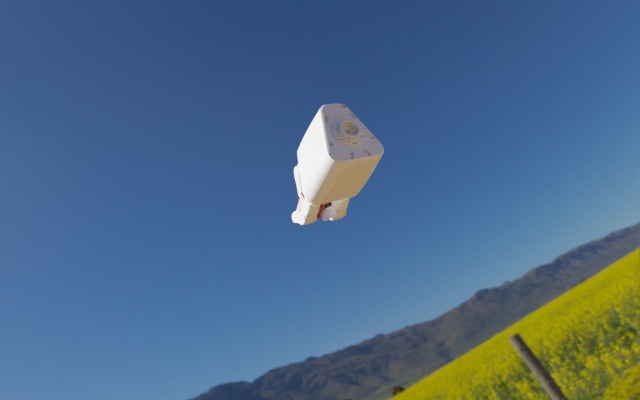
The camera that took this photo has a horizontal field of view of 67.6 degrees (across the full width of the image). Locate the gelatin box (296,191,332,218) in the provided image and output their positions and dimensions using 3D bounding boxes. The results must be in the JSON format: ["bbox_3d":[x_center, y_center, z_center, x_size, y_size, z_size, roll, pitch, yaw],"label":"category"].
[{"bbox_3d":[0.000,0.002,0.823,0.073,0.030,0.089,-20,-20,-17],"label":"gelatin box"}]
